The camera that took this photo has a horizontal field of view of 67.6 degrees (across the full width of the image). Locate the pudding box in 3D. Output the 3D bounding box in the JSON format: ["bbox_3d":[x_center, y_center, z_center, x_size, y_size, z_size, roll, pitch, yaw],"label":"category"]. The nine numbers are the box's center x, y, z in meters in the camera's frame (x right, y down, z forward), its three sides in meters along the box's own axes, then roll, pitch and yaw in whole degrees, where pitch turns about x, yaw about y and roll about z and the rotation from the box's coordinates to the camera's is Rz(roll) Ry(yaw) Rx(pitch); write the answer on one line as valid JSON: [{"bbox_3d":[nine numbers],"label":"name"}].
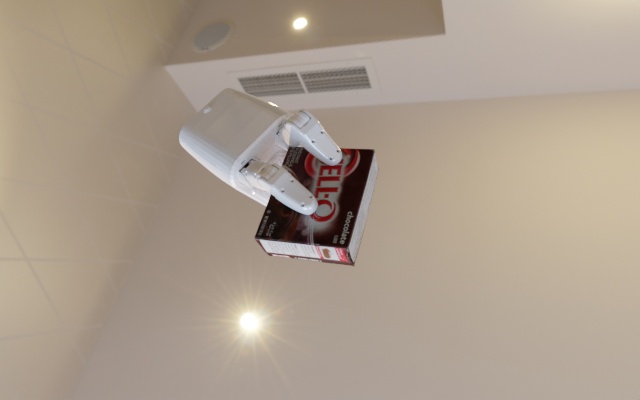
[{"bbox_3d":[0.000,0.002,0.451,0.090,0.113,0.039,4,-32,22],"label":"pudding box"}]
